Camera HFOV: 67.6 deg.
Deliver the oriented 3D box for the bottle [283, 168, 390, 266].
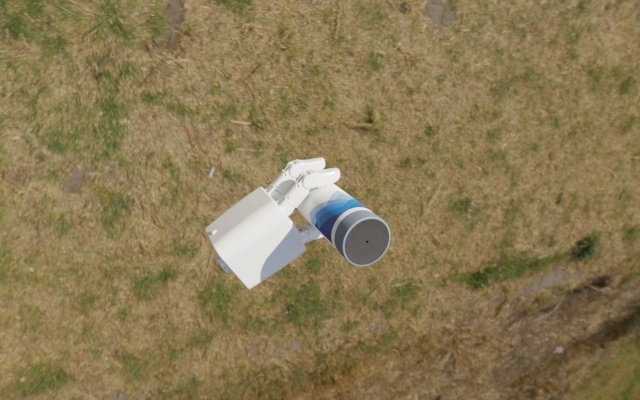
[{"bbox_3d":[0.000,0.002,0.709,0.069,0.069,0.295,0,19,-24],"label":"bottle"}]
